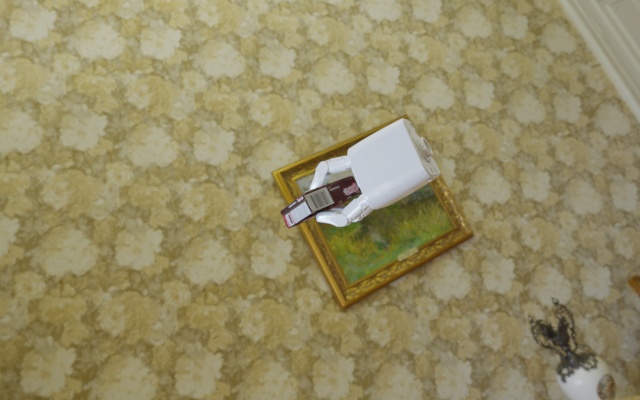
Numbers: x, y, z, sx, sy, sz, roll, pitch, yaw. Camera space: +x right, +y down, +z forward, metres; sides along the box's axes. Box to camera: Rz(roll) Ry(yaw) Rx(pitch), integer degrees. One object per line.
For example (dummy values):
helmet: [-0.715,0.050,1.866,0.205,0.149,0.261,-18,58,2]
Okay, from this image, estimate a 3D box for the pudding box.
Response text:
pudding box: [0.000,0.002,0.816,0.113,0.039,0.090,-20,-10,-36]
